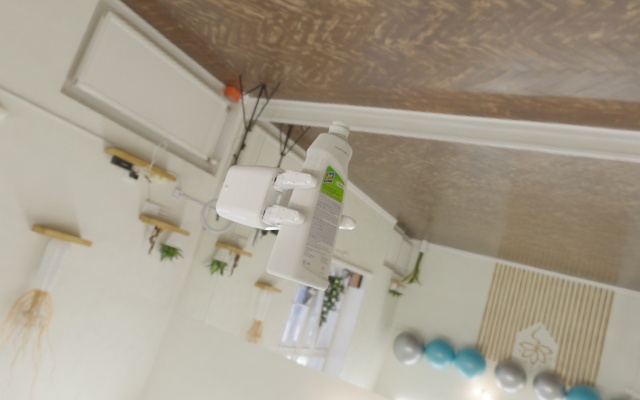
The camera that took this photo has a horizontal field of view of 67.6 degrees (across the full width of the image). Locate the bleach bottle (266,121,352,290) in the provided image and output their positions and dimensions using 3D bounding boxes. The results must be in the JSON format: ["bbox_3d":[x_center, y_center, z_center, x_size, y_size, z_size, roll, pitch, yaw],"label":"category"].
[{"bbox_3d":[0.000,0.002,0.728,0.068,0.250,0.102,9,-13,38],"label":"bleach bottle"}]
